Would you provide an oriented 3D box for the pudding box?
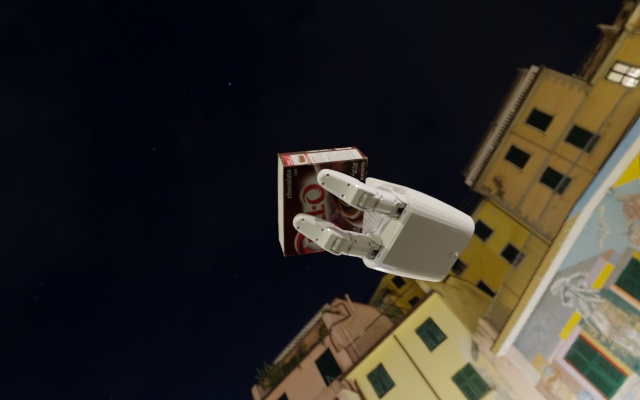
[{"bbox_3d":[0.000,0.002,0.517,0.090,0.113,0.039,-7,29,-15],"label":"pudding box"}]
